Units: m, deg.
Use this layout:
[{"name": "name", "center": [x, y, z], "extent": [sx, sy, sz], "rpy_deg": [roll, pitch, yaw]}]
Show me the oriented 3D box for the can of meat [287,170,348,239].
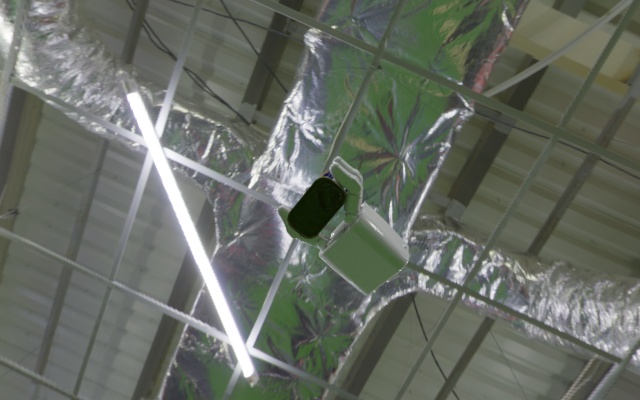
[{"name": "can of meat", "center": [0.000, 0.002, 0.774], "extent": [0.057, 0.102, 0.084], "rpy_deg": [39, 17, -1]}]
